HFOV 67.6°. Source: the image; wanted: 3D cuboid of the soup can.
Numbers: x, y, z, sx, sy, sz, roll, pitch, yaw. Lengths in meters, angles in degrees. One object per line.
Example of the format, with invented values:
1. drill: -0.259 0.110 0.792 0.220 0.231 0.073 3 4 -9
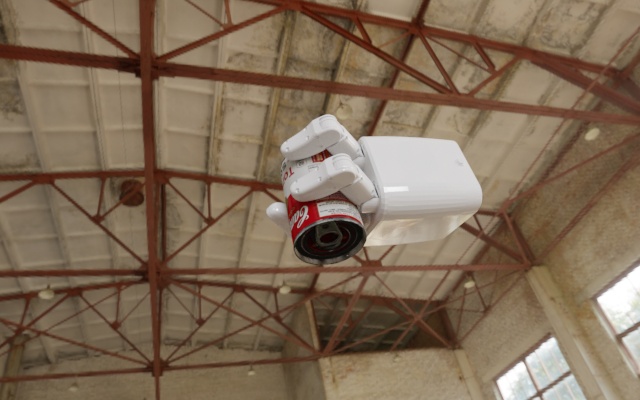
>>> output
1. soup can: 0.000 0.001 0.463 0.068 0.102 0.069 -8 -40 -7
